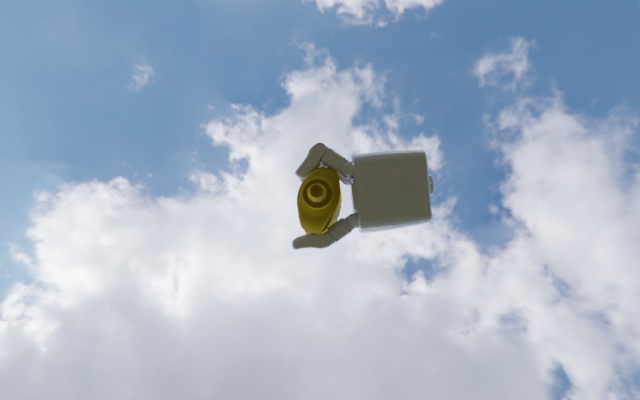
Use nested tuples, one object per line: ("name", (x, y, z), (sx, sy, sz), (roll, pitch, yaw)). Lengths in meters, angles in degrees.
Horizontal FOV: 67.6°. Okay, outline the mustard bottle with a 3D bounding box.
("mustard bottle", (0.000, 0.002, 0.703), (0.058, 0.096, 0.191), (18, -7, 5))
